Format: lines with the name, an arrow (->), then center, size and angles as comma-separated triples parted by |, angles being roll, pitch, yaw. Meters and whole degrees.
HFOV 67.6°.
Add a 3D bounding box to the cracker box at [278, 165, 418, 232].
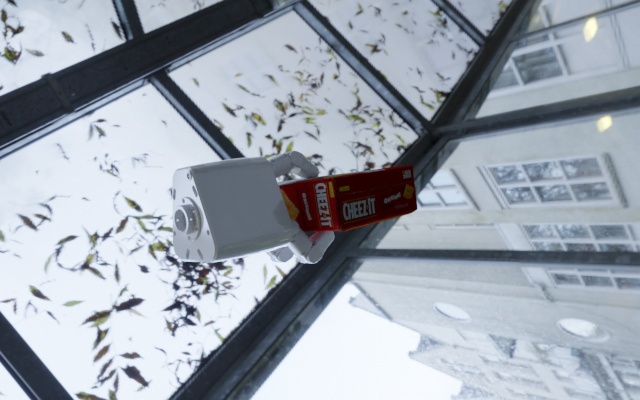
cracker box -> 0.000, 0.002, 0.666 | 0.214, 0.072, 0.164 | -5, 5, 45
